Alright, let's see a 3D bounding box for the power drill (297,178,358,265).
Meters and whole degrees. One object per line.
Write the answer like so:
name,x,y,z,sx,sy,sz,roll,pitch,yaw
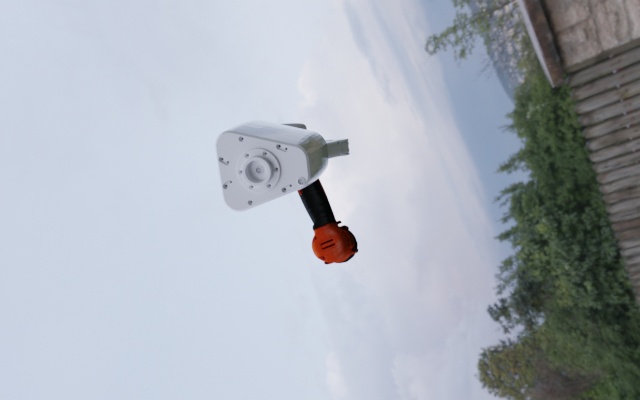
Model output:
power drill,0.000,0.002,0.692,0.057,0.187,0.184,-25,-9,5
